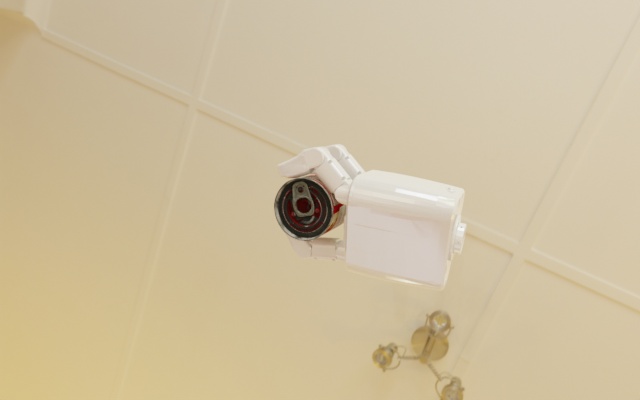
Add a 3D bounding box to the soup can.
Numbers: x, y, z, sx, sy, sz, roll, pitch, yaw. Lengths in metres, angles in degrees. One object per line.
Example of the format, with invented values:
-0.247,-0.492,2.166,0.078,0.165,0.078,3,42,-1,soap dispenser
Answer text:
0.000,0.002,0.548,0.068,0.068,0.102,0,9,22,soup can
